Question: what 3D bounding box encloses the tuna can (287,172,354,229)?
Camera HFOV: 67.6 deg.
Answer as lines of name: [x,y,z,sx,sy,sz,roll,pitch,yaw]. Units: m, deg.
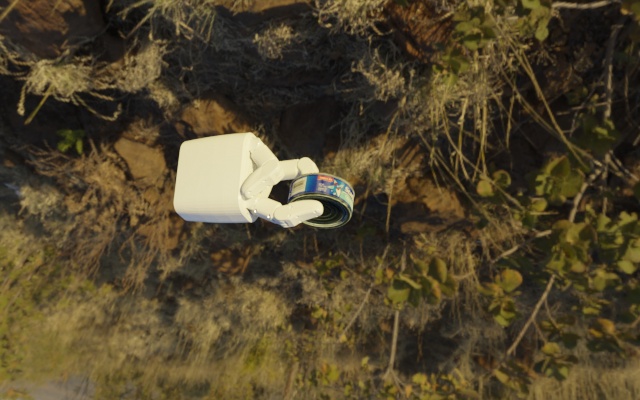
tuna can: [0.000,0.003,0.620,0.086,0.033,0.086,6,-33,4]
